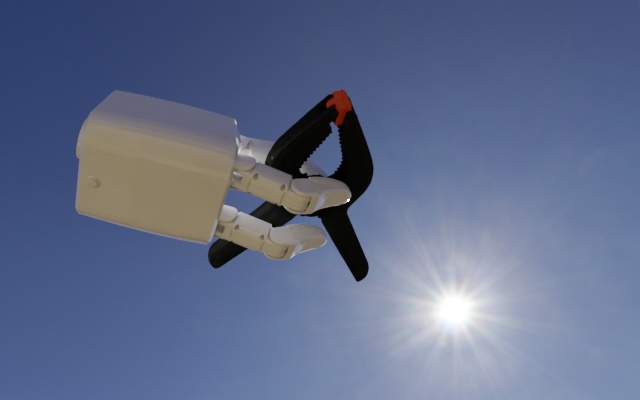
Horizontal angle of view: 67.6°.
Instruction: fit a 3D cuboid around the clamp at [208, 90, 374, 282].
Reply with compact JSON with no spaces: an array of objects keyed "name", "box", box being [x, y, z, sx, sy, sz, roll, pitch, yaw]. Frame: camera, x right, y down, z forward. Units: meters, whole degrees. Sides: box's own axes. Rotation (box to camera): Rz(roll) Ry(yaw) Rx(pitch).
[{"name":"clamp","box":[0.000,0.000,0.437,0.164,0.210,0.036,12,38,-19]}]
